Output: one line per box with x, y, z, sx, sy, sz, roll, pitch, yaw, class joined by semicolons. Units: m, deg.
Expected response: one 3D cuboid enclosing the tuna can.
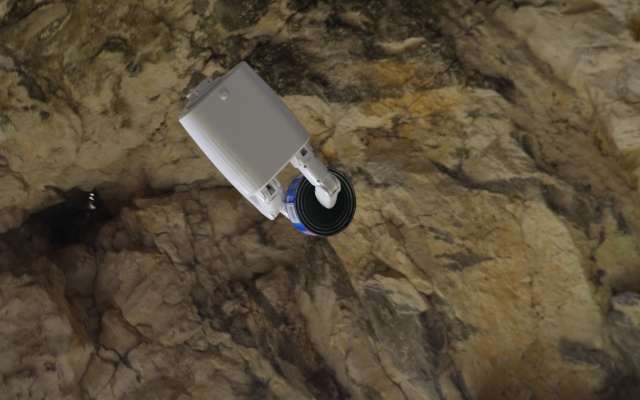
0.000;0.002;0.597;0.086;0.086;0.034;0;-1;-28;tuna can
